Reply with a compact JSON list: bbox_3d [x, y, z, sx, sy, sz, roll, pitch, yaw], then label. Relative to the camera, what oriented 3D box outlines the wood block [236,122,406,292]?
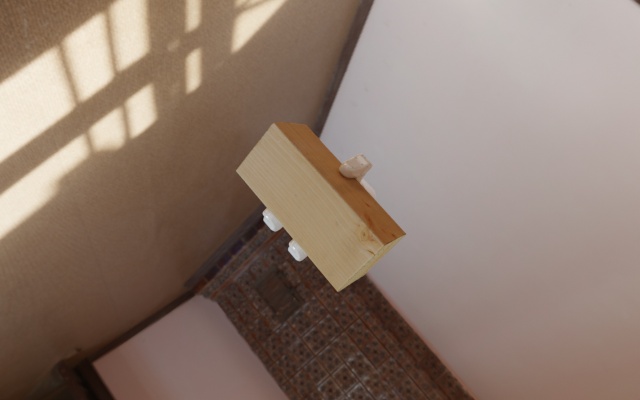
[{"bbox_3d":[0.001,0.002,0.622,0.091,0.206,0.090,-48,-16,22],"label":"wood block"}]
